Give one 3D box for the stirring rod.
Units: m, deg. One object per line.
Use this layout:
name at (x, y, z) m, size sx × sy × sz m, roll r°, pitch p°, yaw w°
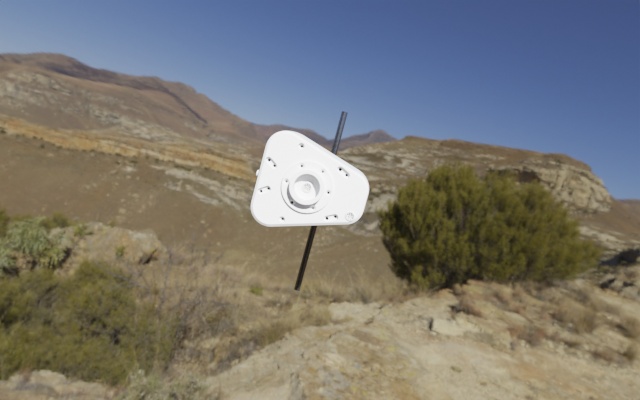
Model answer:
stirring rod at (0.000, 0.002, 0.622) m, size 0.011 × 0.239 × 0.011 m, roll 15°, pitch 4°, yaw -1°
